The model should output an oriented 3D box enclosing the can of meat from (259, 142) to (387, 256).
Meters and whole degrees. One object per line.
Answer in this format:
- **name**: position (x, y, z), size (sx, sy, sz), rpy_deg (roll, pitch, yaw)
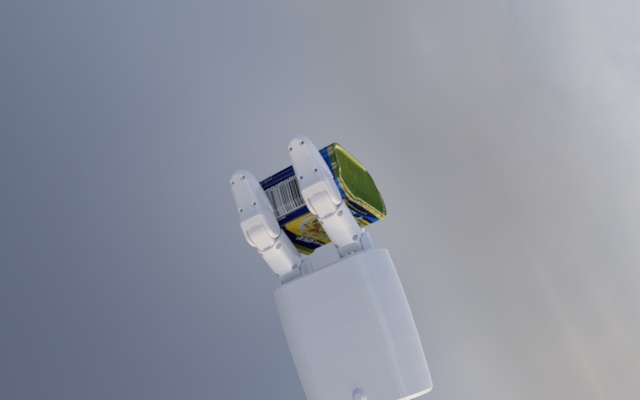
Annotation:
- **can of meat**: position (0.000, 0.001, 0.414), size (0.084, 0.057, 0.102), rpy_deg (-26, -25, 19)
